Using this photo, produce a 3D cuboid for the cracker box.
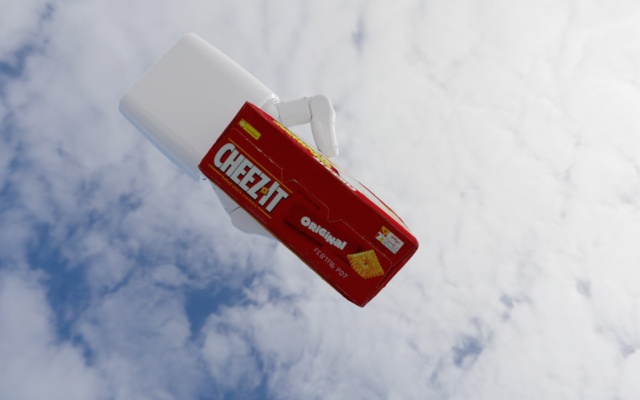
[{"bbox_3d":[0.000,0.001,0.445,0.164,0.072,0.213,40,6,4],"label":"cracker box"}]
